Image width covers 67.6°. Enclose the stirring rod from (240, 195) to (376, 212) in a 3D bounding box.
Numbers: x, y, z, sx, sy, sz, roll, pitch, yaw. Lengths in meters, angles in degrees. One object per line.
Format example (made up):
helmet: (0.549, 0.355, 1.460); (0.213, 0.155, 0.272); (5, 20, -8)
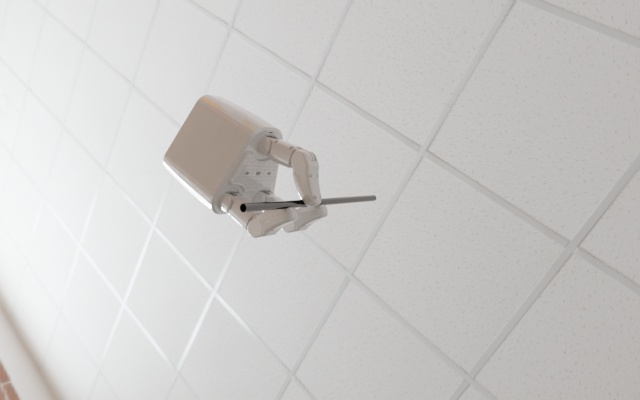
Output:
stirring rod: (0.000, 0.002, 0.527); (0.011, 0.011, 0.239); (0, 2, 35)
